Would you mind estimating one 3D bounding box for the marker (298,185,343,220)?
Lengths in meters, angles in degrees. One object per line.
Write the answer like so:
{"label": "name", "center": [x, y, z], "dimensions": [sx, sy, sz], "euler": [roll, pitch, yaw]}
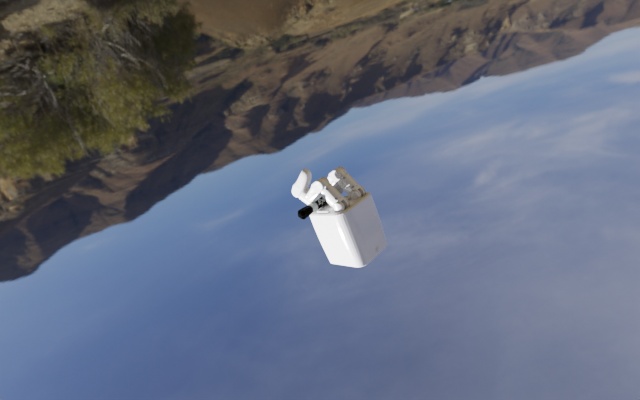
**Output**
{"label": "marker", "center": [0.000, 0.003, 0.854], "dimensions": [0.020, 0.020, 0.121], "euler": [0, 23, 39]}
